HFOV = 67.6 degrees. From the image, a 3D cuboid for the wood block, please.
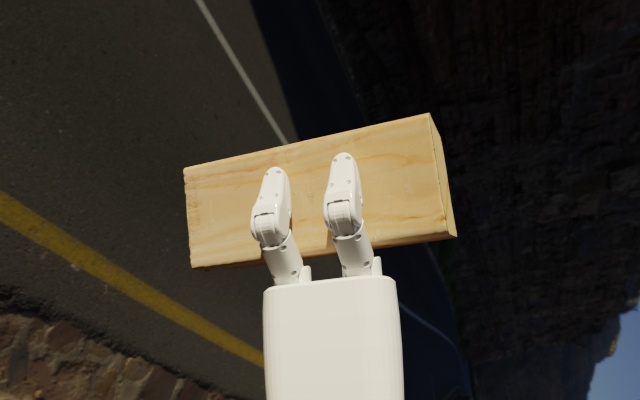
[{"bbox_3d":[0.000,0.002,0.403,0.206,0.090,0.091,-10,-9,18],"label":"wood block"}]
